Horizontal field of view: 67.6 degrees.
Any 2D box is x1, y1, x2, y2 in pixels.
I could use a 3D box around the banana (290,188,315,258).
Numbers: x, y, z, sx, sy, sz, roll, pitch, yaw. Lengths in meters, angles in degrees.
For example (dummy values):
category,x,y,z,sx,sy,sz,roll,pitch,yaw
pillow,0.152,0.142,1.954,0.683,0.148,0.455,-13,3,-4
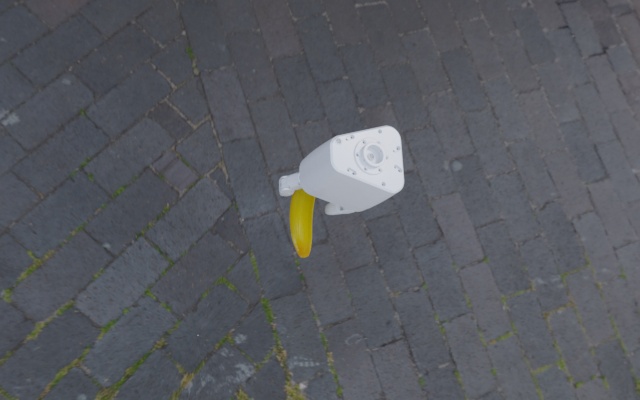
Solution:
category,x,y,z,sx,sy,sz,roll,pitch,yaw
banana,-0.013,-0.009,0.763,0.070,0.197,0.037,31,-24,-23
